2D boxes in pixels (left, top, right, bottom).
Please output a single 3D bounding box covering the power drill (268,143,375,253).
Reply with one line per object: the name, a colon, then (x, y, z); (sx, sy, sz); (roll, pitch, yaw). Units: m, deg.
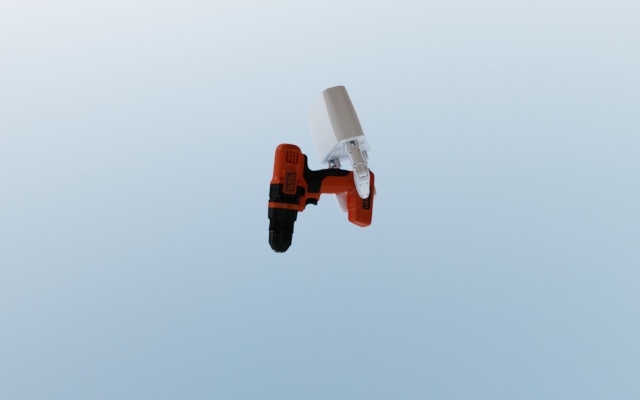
power drill: (0.001, 0.002, 0.828); (0.187, 0.184, 0.057); (6, -2, -26)
